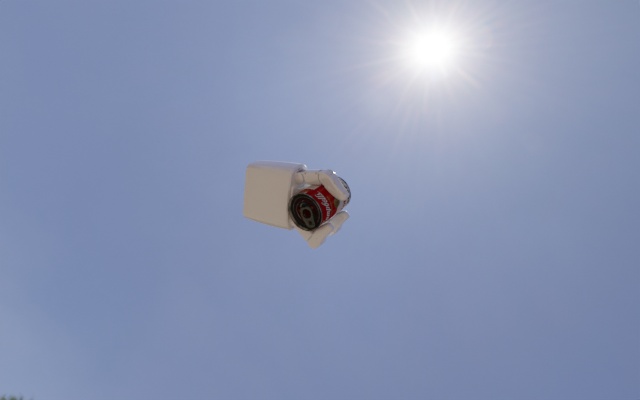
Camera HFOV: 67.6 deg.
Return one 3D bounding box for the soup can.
[{"bbox_3d":[0.001,0.003,0.826,0.068,0.068,0.102,0,20,34],"label":"soup can"}]
